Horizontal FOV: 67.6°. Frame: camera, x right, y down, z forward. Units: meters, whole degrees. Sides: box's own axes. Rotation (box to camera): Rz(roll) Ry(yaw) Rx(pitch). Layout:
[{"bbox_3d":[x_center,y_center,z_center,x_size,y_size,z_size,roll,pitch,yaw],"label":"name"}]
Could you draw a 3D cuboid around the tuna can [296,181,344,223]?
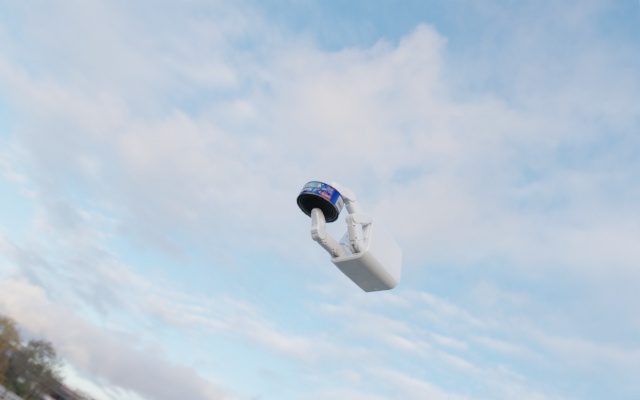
[{"bbox_3d":[0.000,0.002,0.894,0.086,0.033,0.086,19,-33,13],"label":"tuna can"}]
